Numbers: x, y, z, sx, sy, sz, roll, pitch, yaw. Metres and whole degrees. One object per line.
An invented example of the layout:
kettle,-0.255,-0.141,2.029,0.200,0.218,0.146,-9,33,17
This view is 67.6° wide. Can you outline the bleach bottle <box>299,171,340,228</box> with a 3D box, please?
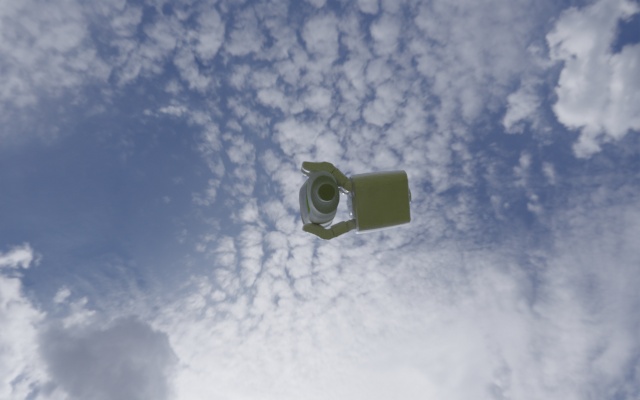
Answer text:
bleach bottle,0.000,0.003,0.890,0.068,0.102,0.251,-9,-3,-6
